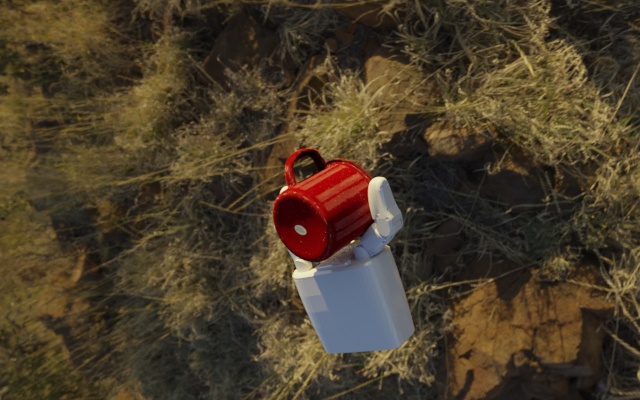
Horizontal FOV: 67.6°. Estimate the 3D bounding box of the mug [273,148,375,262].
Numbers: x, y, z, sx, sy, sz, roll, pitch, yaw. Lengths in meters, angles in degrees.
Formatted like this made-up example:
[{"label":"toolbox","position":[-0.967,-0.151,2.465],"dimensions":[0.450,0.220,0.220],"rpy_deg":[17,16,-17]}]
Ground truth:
[{"label":"mug","position":[-0.001,0.000,0.498],"dimensions":[0.093,0.117,0.081],"rpy_deg":[-15,12,45]}]
